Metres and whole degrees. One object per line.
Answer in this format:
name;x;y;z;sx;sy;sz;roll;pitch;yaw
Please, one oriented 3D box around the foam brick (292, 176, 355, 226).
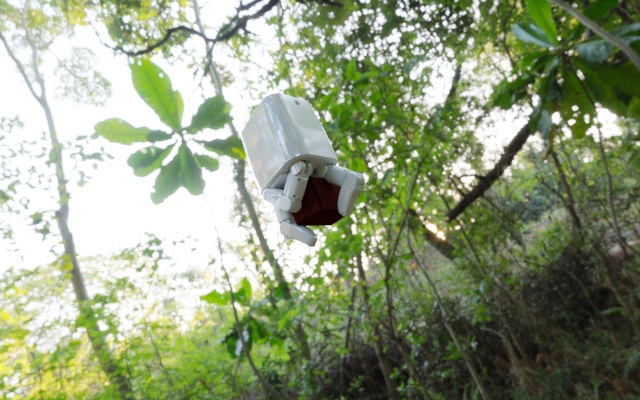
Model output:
foam brick;0.000;0.002;0.670;0.053;0.051;0.078;-34;-22;31
